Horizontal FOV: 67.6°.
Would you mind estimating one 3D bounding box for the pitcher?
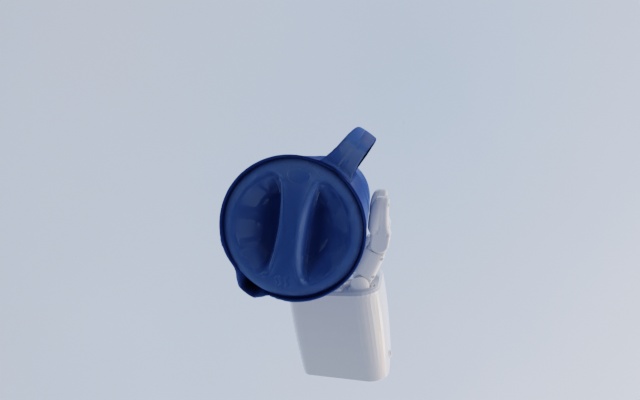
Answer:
[{"bbox_3d":[0.000,0.002,0.527,0.149,0.145,0.243,-9,7,11],"label":"pitcher"}]
